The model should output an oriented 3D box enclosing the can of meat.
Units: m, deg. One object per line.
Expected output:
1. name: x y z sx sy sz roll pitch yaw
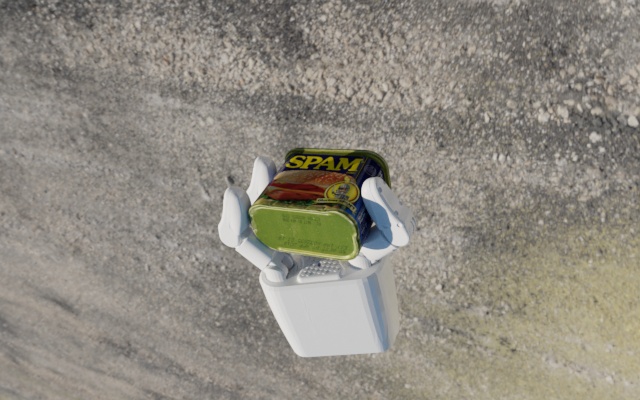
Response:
1. can of meat: 0.000 0.001 0.410 0.102 0.057 0.084 5 40 24
